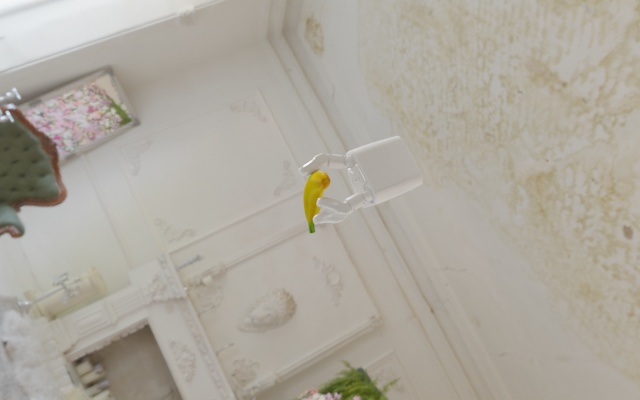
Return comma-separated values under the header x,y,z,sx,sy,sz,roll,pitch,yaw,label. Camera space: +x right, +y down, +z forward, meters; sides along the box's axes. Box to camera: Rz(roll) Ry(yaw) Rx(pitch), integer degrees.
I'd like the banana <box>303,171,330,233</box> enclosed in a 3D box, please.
x,y,z,sx,sy,sz,roll,pitch,yaw,label
-0.007,-0.011,0.905,0.037,0.069,0.198,-16,-27,-15,banana
